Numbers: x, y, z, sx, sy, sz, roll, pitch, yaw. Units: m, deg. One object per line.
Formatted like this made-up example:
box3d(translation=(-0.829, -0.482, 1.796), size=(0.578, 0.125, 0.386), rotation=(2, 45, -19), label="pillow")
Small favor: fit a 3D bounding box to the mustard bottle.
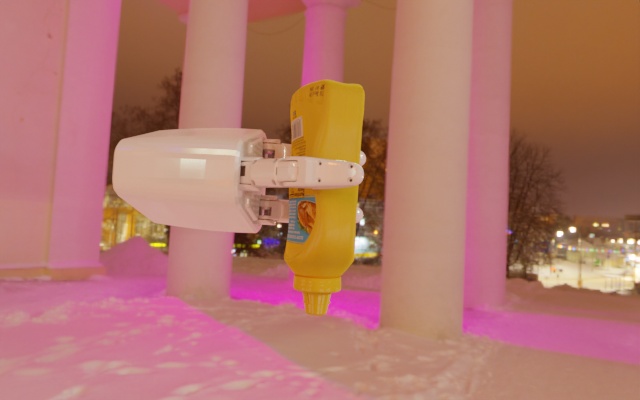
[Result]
box3d(translation=(0.000, 0.001, 0.412), size=(0.058, 0.191, 0.096), rotation=(4, -3, -20), label="mustard bottle")
